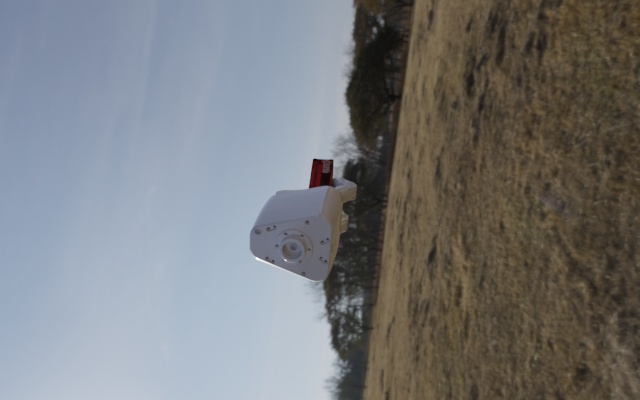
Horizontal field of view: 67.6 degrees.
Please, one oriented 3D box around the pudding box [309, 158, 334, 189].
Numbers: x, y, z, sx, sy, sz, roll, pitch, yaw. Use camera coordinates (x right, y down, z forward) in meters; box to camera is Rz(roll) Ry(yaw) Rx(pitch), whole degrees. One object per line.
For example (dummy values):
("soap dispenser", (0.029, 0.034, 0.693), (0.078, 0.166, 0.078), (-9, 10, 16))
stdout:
("pudding box", (0.000, 0.003, 0.765), (0.039, 0.090, 0.114), (6, -41, 3))
